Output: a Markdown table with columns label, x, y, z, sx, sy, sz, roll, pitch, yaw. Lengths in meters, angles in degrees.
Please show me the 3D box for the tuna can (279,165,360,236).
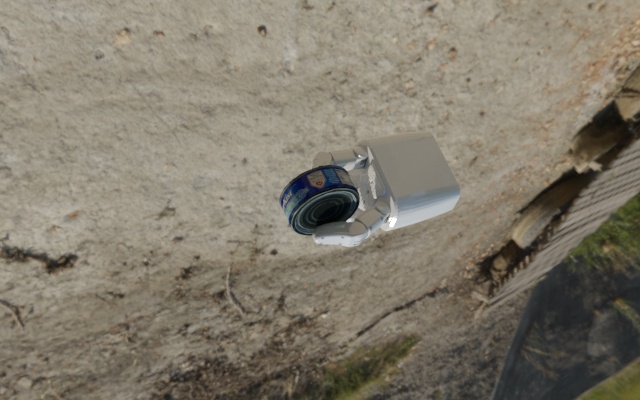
| label | x | y | z | sx | sy | sz | roll | pitch | yaw |
| --- | --- | --- | --- | --- | --- | --- | --- | --- | --- |
| tuna can | 0.000 | 0.002 | 0.531 | 0.086 | 0.033 | 0.086 | -18 | -33 | -12 |
